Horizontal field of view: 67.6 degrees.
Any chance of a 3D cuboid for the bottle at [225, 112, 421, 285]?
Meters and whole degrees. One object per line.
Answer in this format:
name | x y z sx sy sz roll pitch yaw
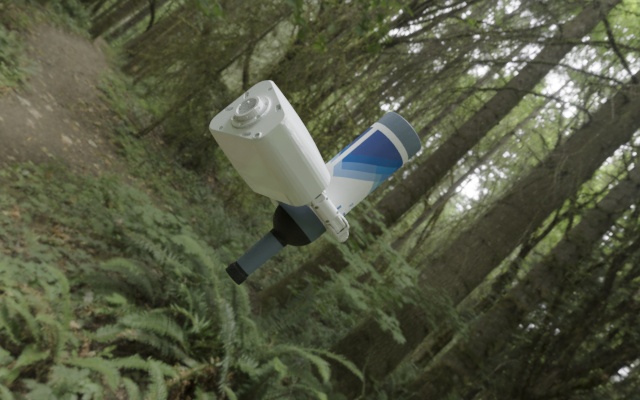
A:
bottle | 0.000 0.002 0.618 0.295 0.069 0.069 -40 6 -7
